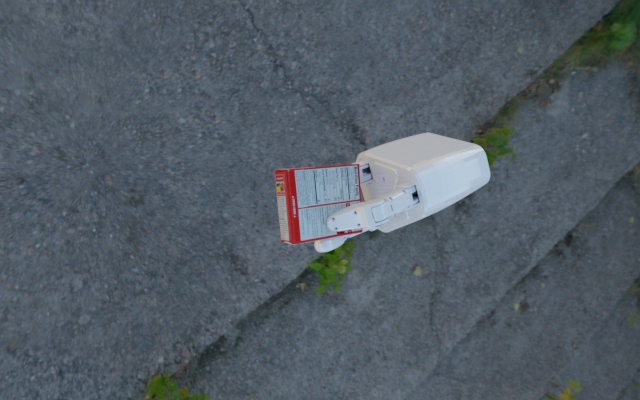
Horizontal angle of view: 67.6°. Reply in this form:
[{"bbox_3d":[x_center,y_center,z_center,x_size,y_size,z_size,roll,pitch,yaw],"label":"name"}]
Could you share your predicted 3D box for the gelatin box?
[{"bbox_3d":[0.000,0.002,0.486,0.089,0.073,0.030,-8,5,-34],"label":"gelatin box"}]
